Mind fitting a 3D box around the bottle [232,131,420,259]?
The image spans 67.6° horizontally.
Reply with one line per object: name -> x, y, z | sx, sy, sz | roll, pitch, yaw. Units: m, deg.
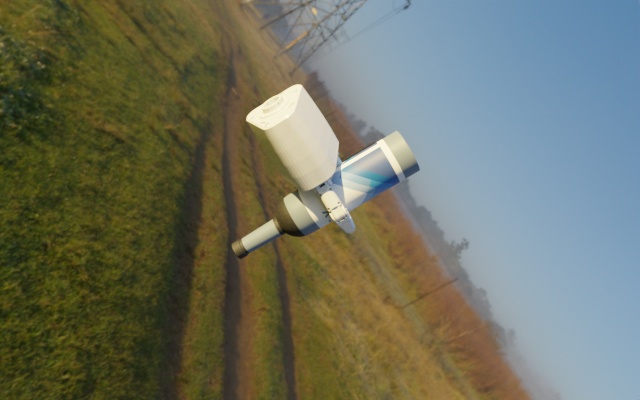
bottle -> 0.000, 0.002, 0.702 | 0.296, 0.069, 0.069 | -30, -3, 6
